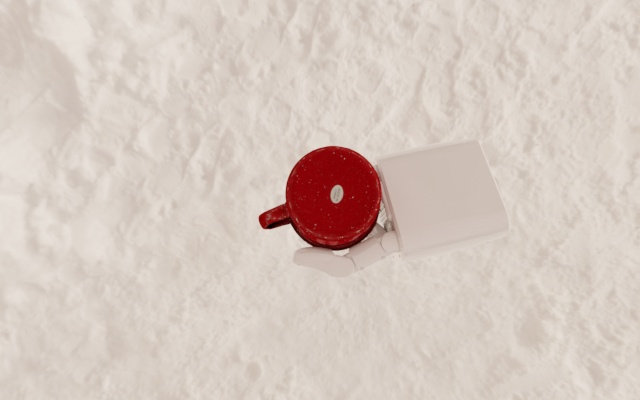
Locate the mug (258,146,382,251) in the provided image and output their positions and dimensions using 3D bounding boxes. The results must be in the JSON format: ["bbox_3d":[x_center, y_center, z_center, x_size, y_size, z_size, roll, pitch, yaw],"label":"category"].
[{"bbox_3d":[-0.001,0.002,0.432,0.117,0.093,0.081,-15,-7,-1],"label":"mug"}]
